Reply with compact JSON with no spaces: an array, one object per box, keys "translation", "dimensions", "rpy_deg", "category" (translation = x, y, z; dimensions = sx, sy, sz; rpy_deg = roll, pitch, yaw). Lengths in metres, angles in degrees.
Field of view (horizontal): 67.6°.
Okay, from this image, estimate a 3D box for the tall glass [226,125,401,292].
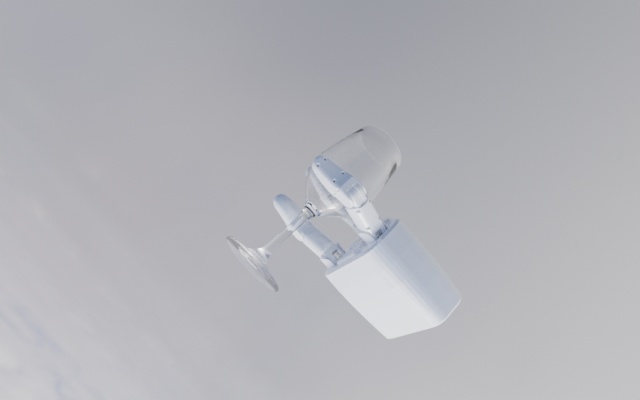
[{"translation":[0.000,0.002,0.510],"dimensions":[0.201,0.079,0.079],"rpy_deg":[-43,18,-21],"category":"tall glass"}]
